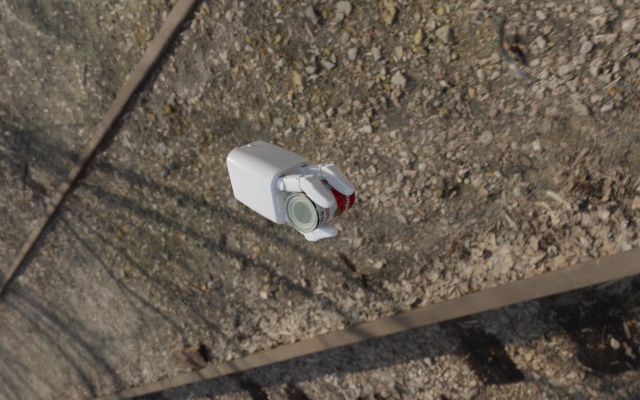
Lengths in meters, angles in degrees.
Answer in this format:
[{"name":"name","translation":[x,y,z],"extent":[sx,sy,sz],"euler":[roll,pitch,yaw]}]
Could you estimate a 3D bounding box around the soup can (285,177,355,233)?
[{"name":"soup can","translation":[0.000,0.003,0.762],"extent":[0.068,0.068,0.102],"euler":[0,20,39]}]
